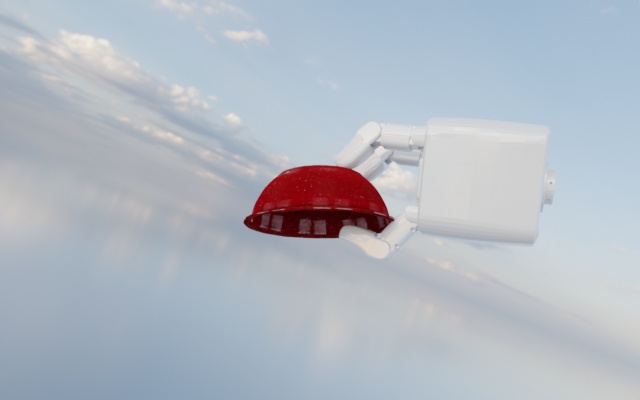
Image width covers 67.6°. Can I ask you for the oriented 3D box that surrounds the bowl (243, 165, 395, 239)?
[{"bbox_3d":[-0.001,0.001,0.511,0.162,0.055,0.162,0,-14,0],"label":"bowl"}]
